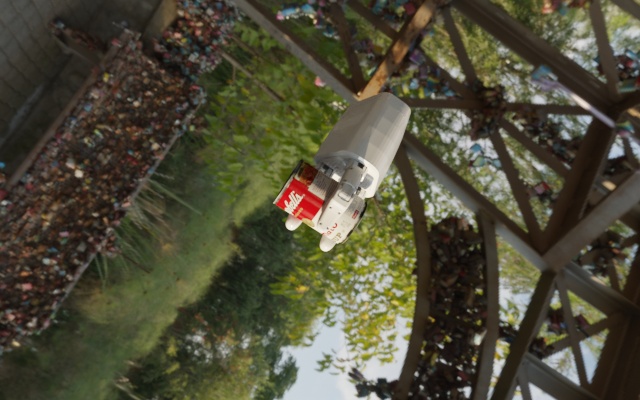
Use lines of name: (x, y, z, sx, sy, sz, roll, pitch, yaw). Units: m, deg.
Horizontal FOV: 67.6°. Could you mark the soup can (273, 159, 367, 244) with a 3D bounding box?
soup can: (0.000, 0.003, 0.613, 0.102, 0.068, 0.068, 33, -4, -6)
